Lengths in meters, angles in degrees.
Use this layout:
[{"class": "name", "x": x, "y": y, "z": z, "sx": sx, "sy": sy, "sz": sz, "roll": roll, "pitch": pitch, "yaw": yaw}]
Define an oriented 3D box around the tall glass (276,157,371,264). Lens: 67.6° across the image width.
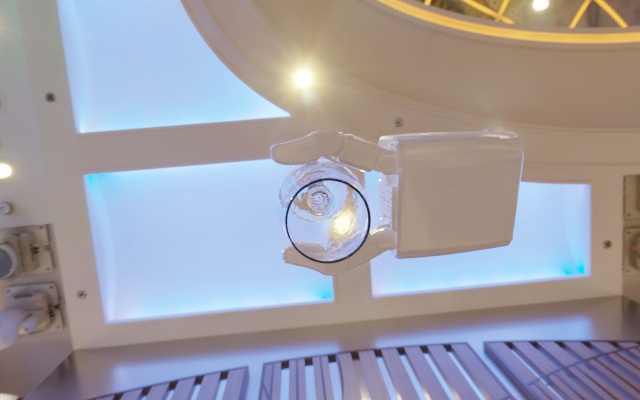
[{"class": "tall glass", "x": 0.000, "y": 0.001, "z": 0.437, "sx": 0.079, "sy": 0.079, "sz": 0.201, "roll": 0, "pitch": 8, "yaw": -3}]
